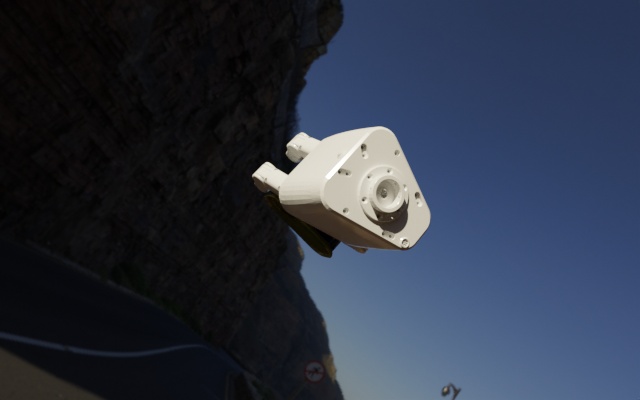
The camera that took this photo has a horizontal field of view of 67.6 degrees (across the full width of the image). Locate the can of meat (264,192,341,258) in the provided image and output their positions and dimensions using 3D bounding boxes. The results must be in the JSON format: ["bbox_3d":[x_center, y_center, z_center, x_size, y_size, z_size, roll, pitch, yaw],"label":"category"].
[{"bbox_3d":[0.000,0.002,0.561,0.102,0.084,0.057,46,-15,-12],"label":"can of meat"}]
